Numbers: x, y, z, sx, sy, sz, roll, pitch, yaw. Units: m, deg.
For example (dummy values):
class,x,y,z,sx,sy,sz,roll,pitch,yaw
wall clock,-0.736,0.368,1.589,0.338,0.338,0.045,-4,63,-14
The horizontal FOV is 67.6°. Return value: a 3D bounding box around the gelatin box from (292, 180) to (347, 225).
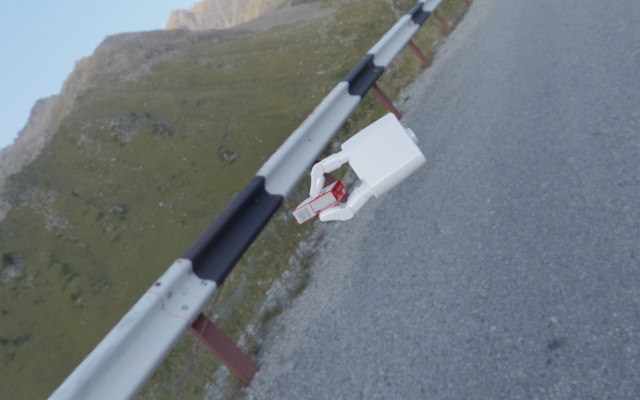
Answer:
class,x,y,z,sx,sy,sz,roll,pitch,yaw
gelatin box,0.000,0.003,0.868,0.089,0.030,0.073,-30,7,20
